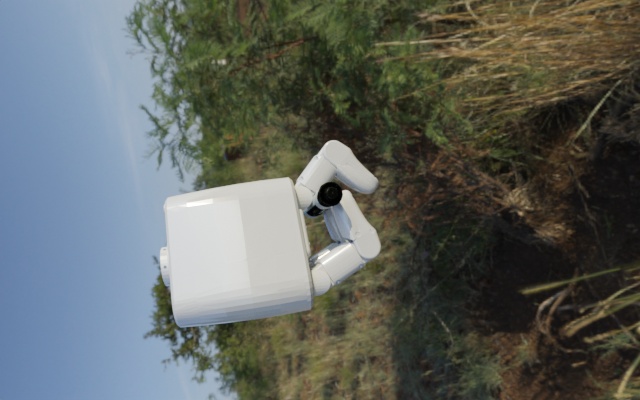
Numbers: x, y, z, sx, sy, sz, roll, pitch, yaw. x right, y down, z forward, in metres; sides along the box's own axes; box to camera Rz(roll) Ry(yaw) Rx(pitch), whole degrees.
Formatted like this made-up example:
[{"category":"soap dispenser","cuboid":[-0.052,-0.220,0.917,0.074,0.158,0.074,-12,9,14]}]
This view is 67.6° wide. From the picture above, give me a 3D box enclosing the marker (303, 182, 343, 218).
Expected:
[{"category":"marker","cuboid":[0.000,0.001,0.415,0.020,0.020,0.121,0,-6,-8]}]
